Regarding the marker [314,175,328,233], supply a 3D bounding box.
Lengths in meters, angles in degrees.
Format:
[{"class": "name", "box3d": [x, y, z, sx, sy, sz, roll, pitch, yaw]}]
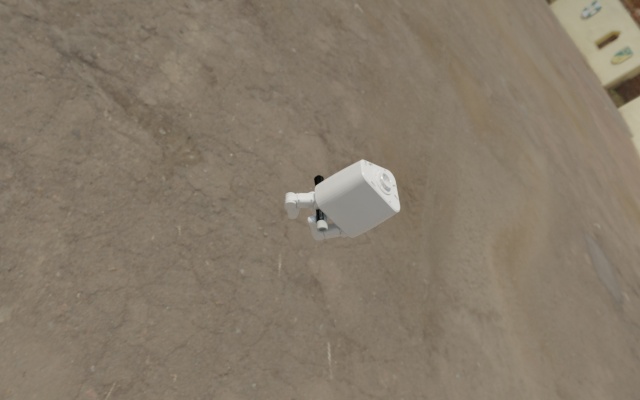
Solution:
[{"class": "marker", "box3d": [0.000, 0.003, 0.862, 0.020, 0.121, 0.020, -2, -37, -2]}]
